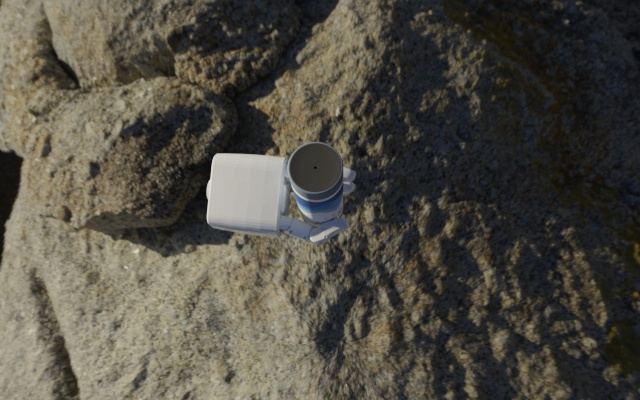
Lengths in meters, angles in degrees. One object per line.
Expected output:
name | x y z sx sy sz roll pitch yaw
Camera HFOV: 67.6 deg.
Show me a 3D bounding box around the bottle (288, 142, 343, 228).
bottle | 0.000 0.002 0.704 0.069 0.069 0.296 0 -16 2
